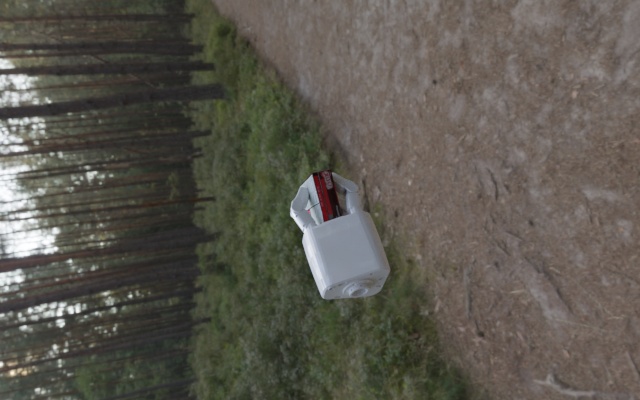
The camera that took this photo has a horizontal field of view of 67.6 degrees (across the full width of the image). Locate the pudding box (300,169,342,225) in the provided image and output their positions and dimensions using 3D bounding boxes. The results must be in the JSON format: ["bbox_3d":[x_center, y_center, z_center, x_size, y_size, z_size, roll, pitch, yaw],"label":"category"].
[{"bbox_3d":[0.000,0.003,0.825,0.039,0.090,0.113,-11,-7,-16],"label":"pudding box"}]
